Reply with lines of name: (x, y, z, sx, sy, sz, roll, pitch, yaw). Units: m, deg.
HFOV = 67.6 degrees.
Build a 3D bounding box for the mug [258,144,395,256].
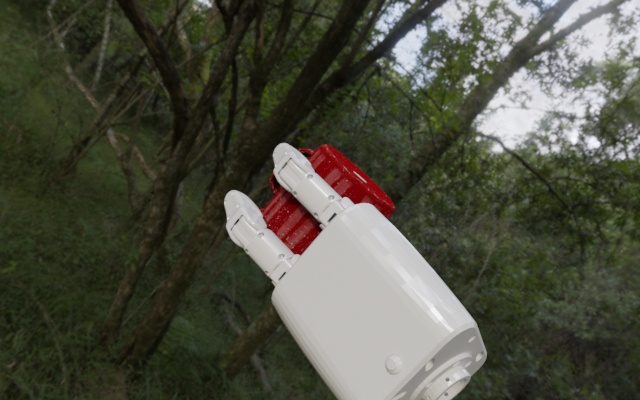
mug: (-0.001, 0.000, 0.402, 0.093, 0.081, 0.117, 28, 17, -53)
